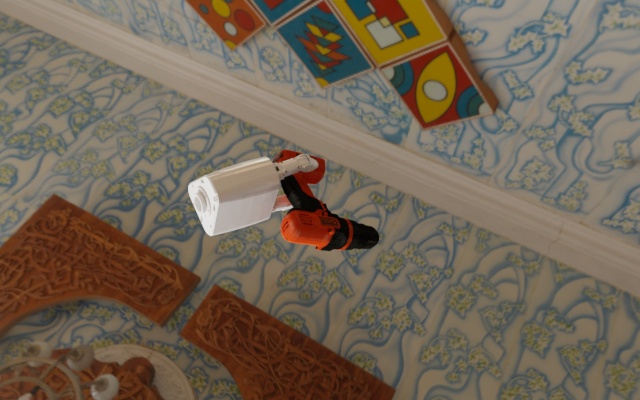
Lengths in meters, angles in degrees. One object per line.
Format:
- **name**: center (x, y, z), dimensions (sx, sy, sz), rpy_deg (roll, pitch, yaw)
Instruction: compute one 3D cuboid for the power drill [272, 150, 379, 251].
- **power drill**: center (0.000, 0.002, 0.801), dimensions (0.184, 0.187, 0.057), rpy_deg (12, -52, -37)
